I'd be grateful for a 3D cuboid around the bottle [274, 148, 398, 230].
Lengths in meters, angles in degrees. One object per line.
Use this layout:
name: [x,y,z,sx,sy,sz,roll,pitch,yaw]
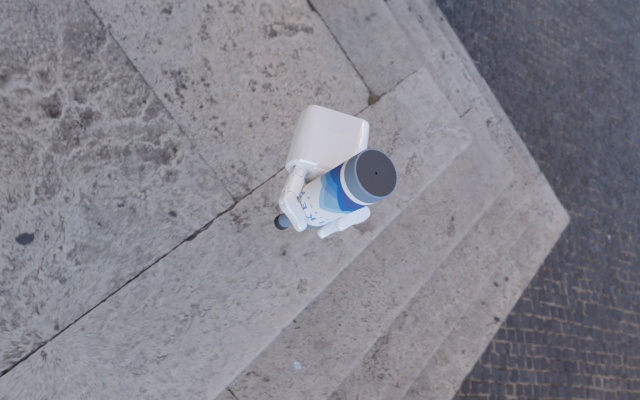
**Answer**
bottle: [0.000,0.002,0.721,0.069,0.069,0.296,0,-14,-30]
